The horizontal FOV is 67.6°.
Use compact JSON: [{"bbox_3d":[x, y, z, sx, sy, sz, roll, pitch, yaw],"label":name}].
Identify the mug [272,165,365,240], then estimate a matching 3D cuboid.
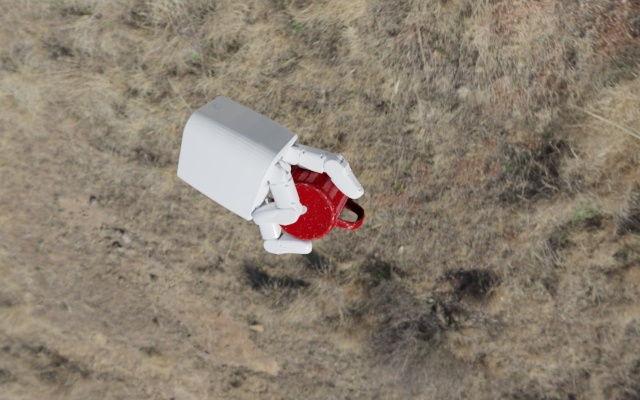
[{"bbox_3d":[0.001,0.003,0.596,0.117,0.093,0.081,29,33,1],"label":"mug"}]
